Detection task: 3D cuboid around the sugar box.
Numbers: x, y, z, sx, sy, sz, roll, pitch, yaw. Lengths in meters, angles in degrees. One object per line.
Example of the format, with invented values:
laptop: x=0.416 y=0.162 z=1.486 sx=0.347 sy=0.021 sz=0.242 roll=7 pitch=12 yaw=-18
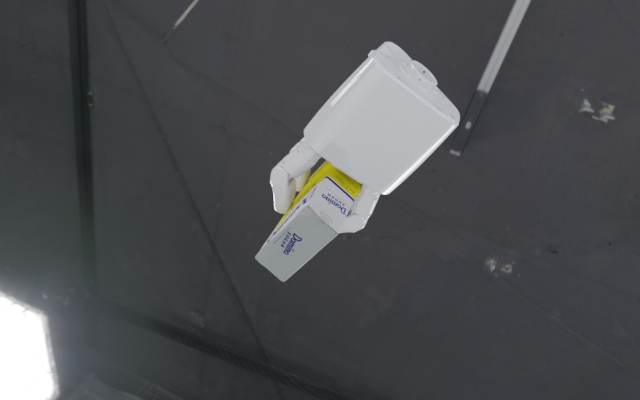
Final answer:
sugar box: x=0.000 y=0.001 z=0.523 sx=0.093 sy=0.048 sz=0.176 roll=-44 pitch=6 yaw=33
